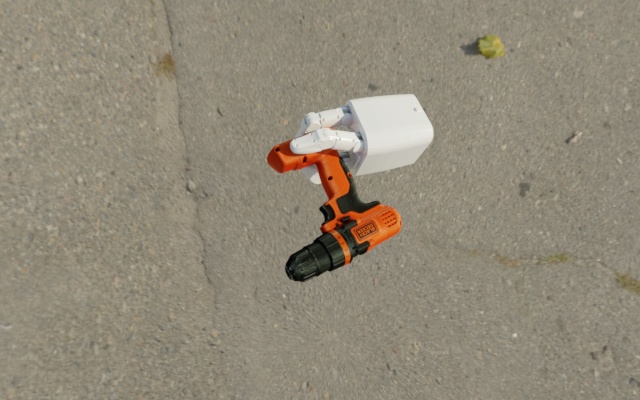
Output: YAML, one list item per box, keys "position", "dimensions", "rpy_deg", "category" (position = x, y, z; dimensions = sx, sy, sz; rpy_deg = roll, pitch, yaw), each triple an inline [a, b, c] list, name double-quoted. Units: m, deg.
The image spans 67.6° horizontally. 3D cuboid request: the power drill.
- position: [0.000, 0.002, 0.666]
  dimensions: [0.184, 0.187, 0.057]
  rpy_deg: [-24, -10, -27]
  category: "power drill"
